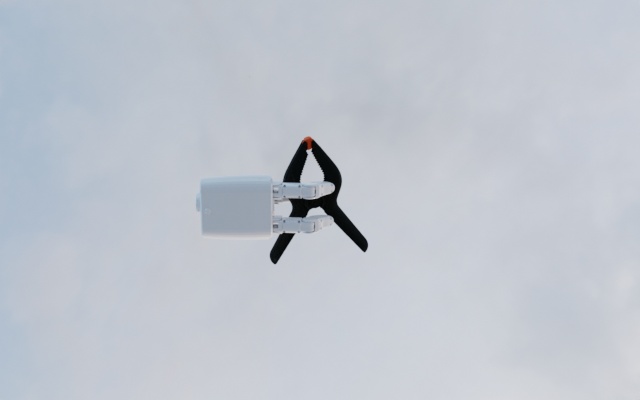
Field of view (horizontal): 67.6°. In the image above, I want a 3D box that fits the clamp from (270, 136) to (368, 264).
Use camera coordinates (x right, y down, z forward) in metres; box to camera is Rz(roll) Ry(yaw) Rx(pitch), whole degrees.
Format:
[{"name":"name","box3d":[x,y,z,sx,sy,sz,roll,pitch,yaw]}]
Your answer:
[{"name":"clamp","box3d":[0.000,0.002,0.774,0.164,0.210,0.036,-1,15,-8]}]
